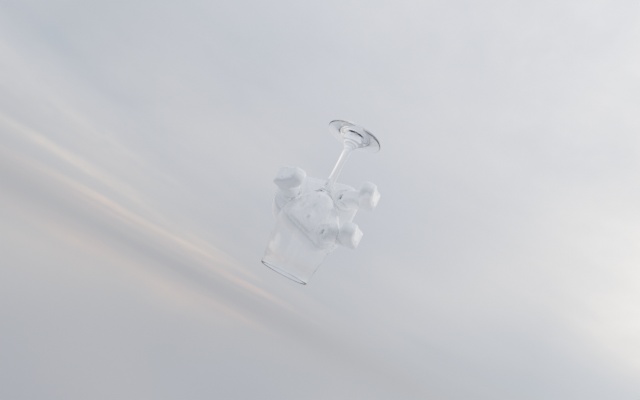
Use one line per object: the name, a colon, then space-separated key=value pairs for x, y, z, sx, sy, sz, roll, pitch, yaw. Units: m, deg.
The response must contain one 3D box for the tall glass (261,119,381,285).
tall glass: x=0.000 y=0.001 z=0.597 sx=0.079 sy=0.201 sz=0.079 roll=26 pitch=-15 yaw=7
